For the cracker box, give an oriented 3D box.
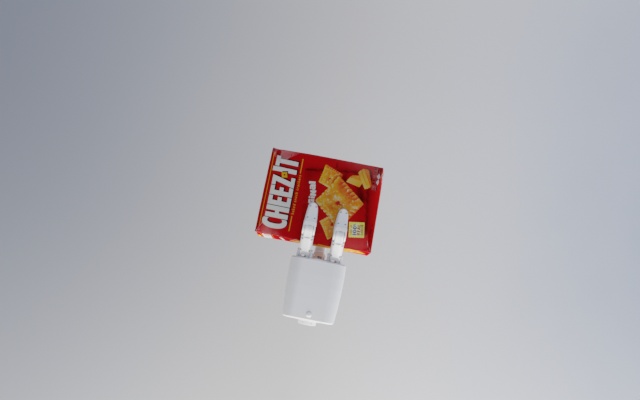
[{"bbox_3d":[0.000,0.003,0.891,0.214,0.164,0.072,11,-11,0],"label":"cracker box"}]
